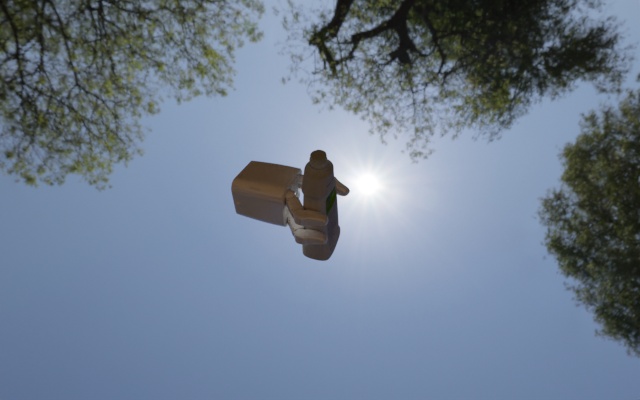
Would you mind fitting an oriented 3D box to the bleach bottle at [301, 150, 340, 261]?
[{"bbox_3d":[0.000,0.003,0.894,0.068,0.102,0.251,12,-41,11],"label":"bleach bottle"}]
